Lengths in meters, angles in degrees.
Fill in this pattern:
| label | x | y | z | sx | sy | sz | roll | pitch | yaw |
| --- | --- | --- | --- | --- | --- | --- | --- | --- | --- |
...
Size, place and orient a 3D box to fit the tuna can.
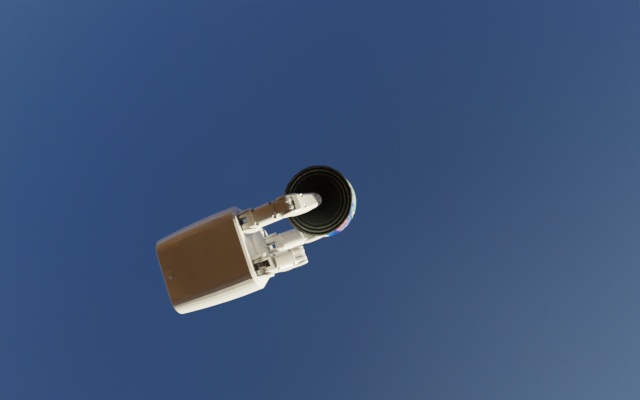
| label | x | y | z | sx | sy | sz | roll | pitch | yaw |
| --- | --- | --- | --- | --- | --- | --- | --- | --- | --- |
| tuna can | 0.000 | 0.002 | 0.588 | 0.086 | 0.086 | 0.034 | 0 | -8 | 15 |
